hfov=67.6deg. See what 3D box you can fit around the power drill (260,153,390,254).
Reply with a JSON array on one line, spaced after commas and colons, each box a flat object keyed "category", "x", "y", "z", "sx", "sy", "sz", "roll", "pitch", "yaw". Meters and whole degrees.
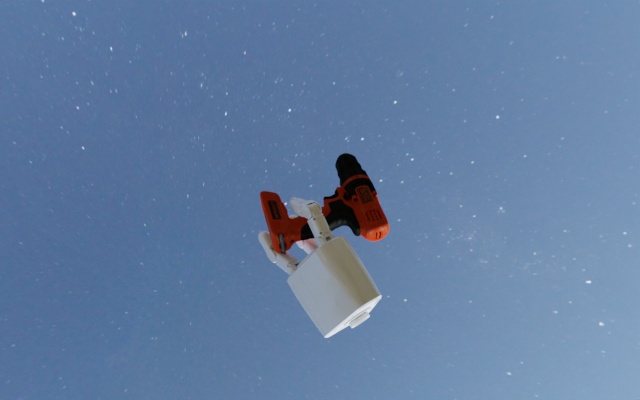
[{"category": "power drill", "x": 0.000, "y": 0.003, "z": 0.780, "sx": 0.187, "sy": 0.184, "sz": 0.057, "roll": -14, "pitch": -42, "yaw": -8}]
